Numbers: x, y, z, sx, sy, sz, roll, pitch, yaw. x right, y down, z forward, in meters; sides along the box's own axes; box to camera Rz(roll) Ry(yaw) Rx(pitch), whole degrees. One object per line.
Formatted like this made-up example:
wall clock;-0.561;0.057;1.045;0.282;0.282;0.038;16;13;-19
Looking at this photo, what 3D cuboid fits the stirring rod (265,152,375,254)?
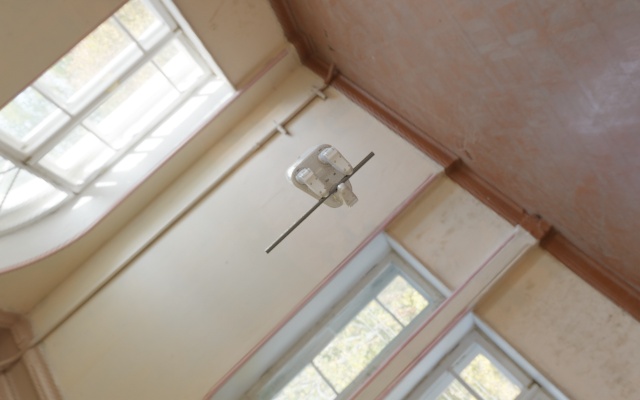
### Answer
stirring rod;0.000;0.003;0.784;0.239;0.011;0.011;-43;5;-5
